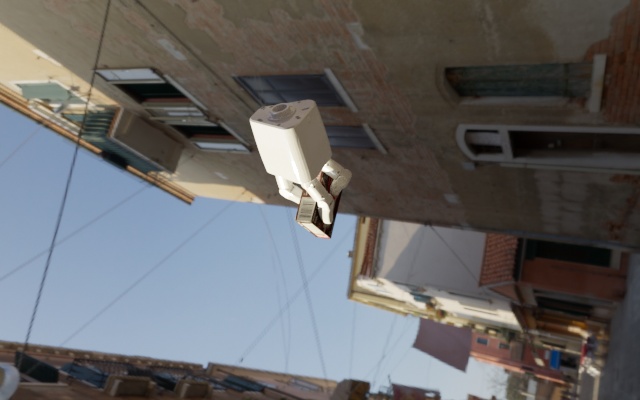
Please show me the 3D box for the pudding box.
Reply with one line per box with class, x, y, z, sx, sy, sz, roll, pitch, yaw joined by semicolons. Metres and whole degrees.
pudding box;0.000;0.003;0.874;0.039;0.113;0.090;6;-19;29
